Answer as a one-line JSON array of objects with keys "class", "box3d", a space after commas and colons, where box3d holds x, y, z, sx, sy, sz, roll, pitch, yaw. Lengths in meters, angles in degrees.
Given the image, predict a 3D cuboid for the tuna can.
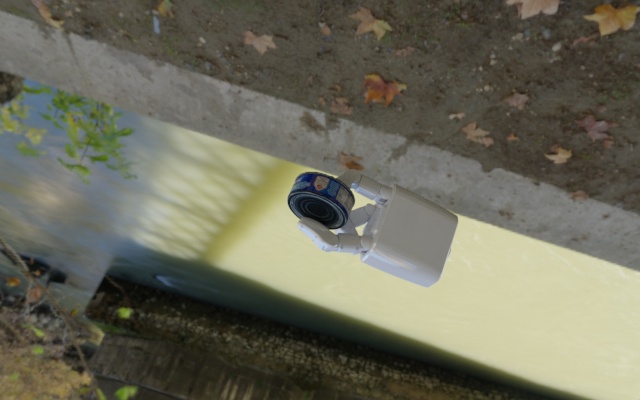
[{"class": "tuna can", "box3d": [0.000, 0.002, 0.628, 0.086, 0.033, 0.086, 17, -32, 11]}]
